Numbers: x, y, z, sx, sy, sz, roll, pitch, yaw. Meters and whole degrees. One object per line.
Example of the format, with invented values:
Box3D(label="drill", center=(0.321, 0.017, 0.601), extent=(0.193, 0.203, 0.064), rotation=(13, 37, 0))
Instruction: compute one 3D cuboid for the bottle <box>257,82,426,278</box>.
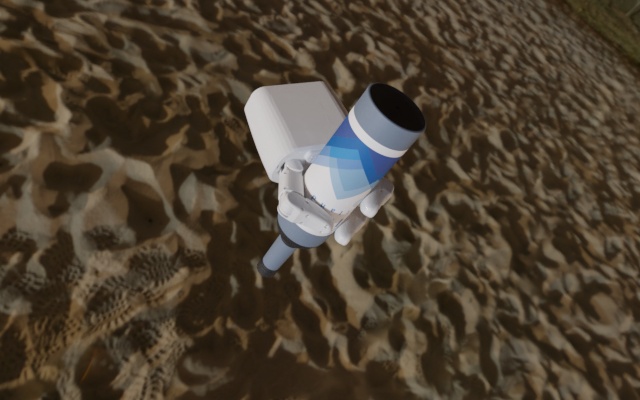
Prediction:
Box3D(label="bottle", center=(0.000, 0.002, 0.535), extent=(0.069, 0.069, 0.296), rotation=(0, -37, -38))
